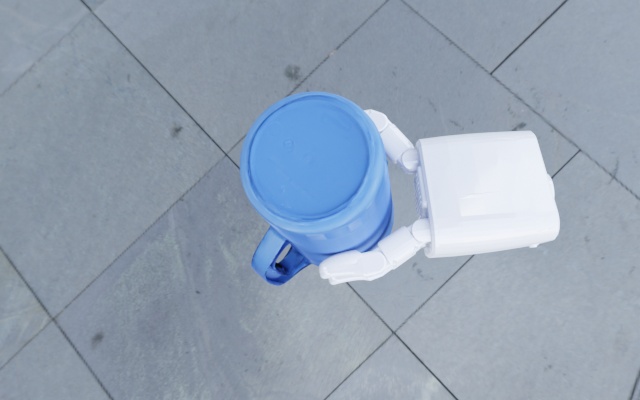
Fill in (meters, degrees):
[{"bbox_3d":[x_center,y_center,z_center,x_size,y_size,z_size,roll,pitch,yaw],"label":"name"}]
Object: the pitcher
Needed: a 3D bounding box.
[{"bbox_3d":[0.000,0.001,0.454,0.145,0.149,0.243,-4,-12,7],"label":"pitcher"}]
